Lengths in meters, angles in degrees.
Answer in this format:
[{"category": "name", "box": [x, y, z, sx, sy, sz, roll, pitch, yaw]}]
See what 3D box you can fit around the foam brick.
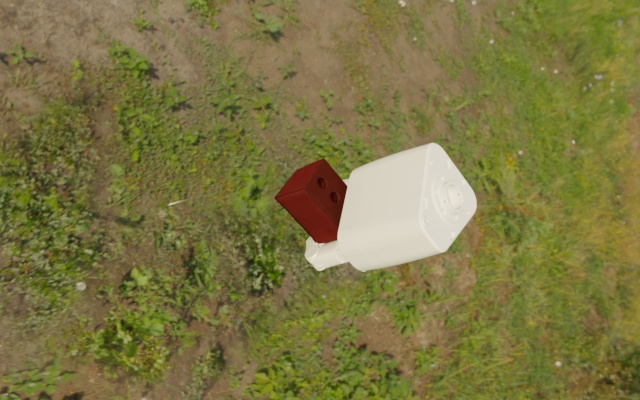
[{"category": "foam brick", "box": [0.000, 0.002, 0.536, 0.051, 0.078, 0.053, -19, 31, 47]}]
